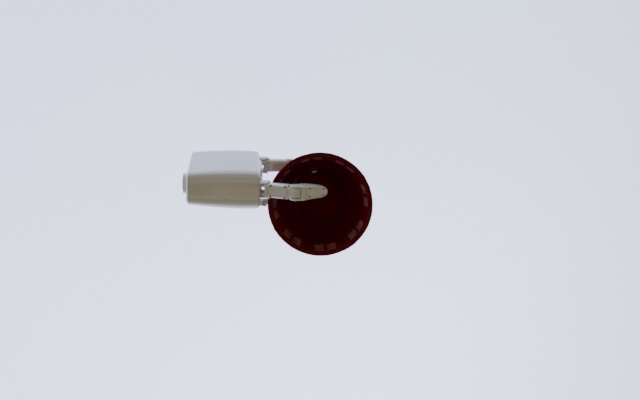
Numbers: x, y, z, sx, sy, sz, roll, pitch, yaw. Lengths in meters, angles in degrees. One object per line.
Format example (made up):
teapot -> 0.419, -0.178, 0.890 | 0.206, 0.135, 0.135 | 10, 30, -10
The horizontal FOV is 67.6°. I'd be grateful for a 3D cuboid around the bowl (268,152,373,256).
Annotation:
bowl -> 0.001, 0.003, 0.754 | 0.162, 0.162, 0.055 | 0, 11, 2
